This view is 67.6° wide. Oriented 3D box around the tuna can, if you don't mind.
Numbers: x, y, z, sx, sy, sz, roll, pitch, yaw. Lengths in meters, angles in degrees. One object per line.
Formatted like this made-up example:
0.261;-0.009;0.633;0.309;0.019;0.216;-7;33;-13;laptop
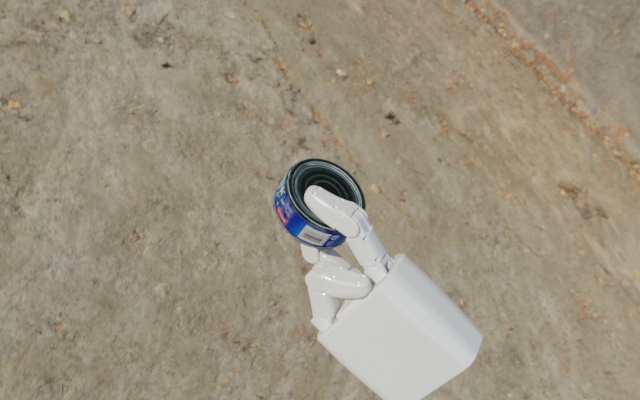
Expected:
0.000;0.001;0.459;0.086;0.086;0.034;0;-33;-30;tuna can
